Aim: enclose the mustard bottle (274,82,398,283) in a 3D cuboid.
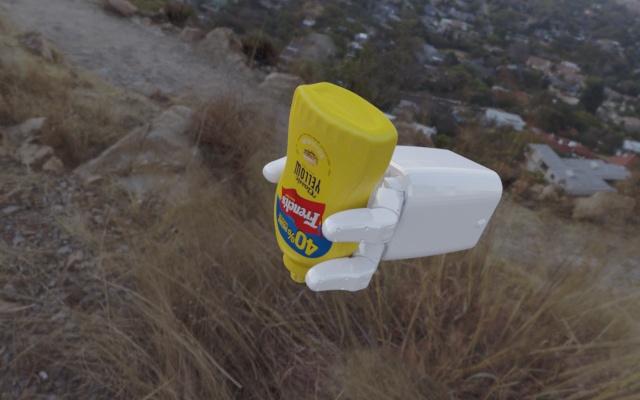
[{"bbox_3d":[0.000,0.001,0.425,0.058,0.192,0.096,-20,48,-39],"label":"mustard bottle"}]
